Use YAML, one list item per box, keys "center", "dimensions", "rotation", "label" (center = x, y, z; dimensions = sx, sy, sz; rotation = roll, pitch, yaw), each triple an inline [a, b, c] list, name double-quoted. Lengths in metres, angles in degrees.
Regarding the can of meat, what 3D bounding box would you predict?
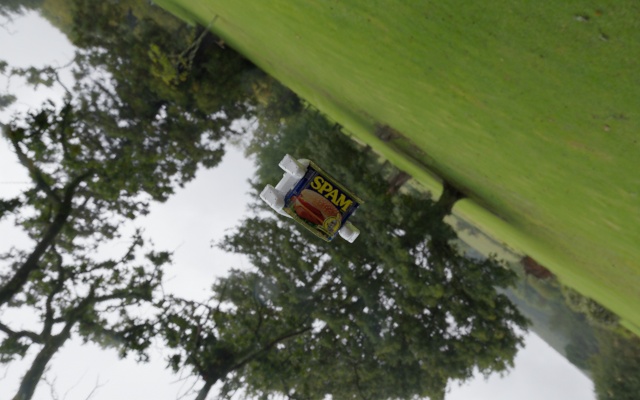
- center: [0.000, 0.003, 0.729]
  dimensions: [0.102, 0.084, 0.057]
  rotation: [37, 5, -13]
  label: "can of meat"
